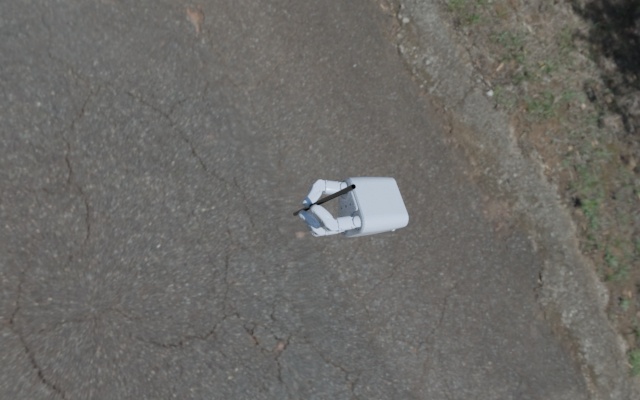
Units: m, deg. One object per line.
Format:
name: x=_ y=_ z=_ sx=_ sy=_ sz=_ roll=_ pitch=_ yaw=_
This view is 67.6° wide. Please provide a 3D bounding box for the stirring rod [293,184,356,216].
stirring rod: x=0.000 y=0.003 z=0.836 sx=0.011 sy=0.011 sz=0.239 roll=0 pitch=-12 yaw=-25
